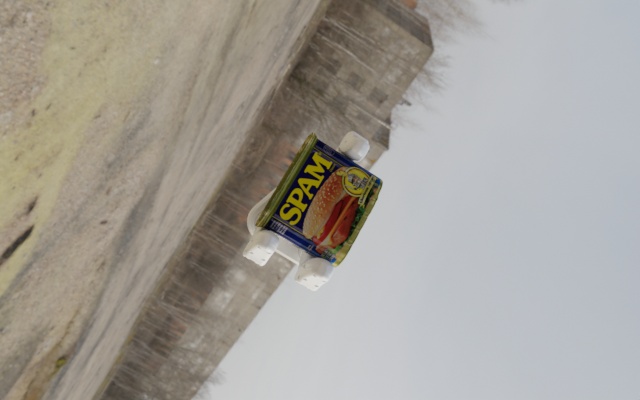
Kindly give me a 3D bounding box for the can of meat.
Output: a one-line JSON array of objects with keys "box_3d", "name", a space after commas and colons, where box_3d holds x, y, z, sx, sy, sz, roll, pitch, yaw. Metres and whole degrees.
[{"box_3d": [0.000, 0.002, 0.455, 0.084, 0.102, 0.057, 32, -9, -9], "name": "can of meat"}]
